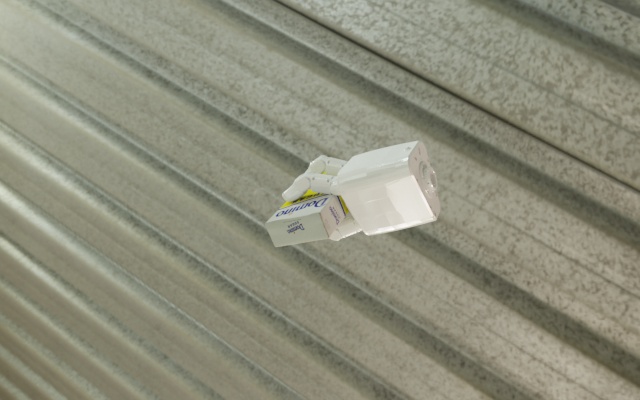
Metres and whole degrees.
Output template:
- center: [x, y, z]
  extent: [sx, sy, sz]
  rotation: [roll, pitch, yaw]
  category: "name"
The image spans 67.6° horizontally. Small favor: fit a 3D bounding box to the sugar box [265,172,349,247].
- center: [0.000, 0.002, 0.713]
  extent: [0.093, 0.048, 0.176]
  rotation: [-12, 18, 29]
  category: "sugar box"
